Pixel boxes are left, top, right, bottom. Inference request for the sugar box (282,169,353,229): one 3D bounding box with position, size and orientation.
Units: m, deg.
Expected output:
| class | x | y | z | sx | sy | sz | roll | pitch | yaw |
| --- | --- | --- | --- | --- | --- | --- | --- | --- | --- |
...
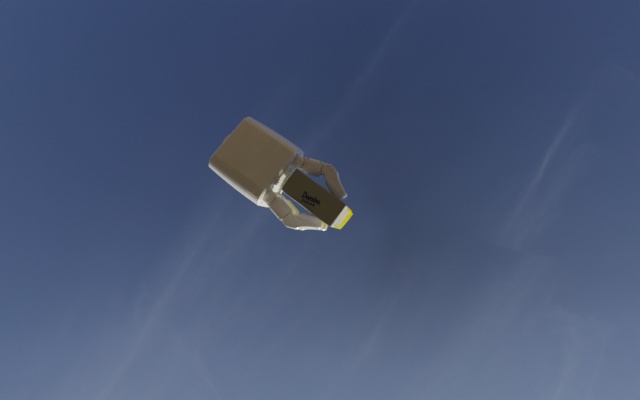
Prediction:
| class | x | y | z | sx | sy | sz | roll | pitch | yaw |
| --- | --- | --- | --- | --- | --- | --- | --- | --- | --- |
| sugar box | 0.000 | 0.003 | 0.760 | 0.093 | 0.048 | 0.176 | 36 | 3 | 9 |
